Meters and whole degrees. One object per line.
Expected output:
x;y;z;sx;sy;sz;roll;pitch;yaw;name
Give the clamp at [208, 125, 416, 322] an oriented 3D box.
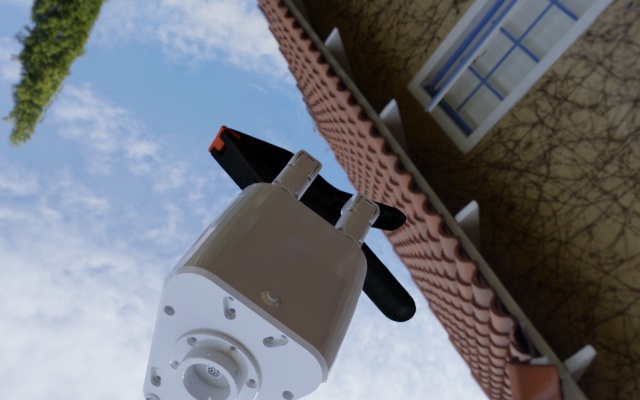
-0.001;0.002;0.426;0.210;0.036;0.164;36;23;-3;clamp
